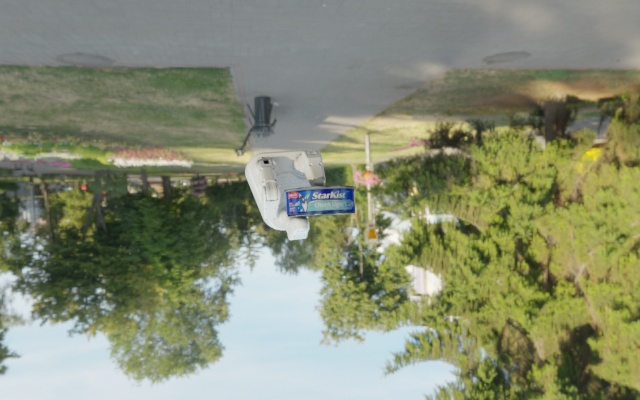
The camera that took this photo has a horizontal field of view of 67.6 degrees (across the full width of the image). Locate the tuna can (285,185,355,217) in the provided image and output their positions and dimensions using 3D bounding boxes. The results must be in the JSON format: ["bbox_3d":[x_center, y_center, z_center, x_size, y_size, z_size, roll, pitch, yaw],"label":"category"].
[{"bbox_3d":[0.000,0.002,0.587,0.086,0.034,0.086,-3,-3,0],"label":"tuna can"}]
